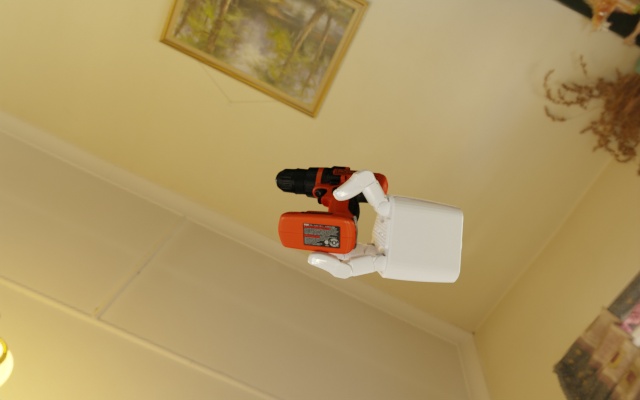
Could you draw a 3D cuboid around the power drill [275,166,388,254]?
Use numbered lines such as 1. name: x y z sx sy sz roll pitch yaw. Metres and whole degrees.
1. power drill: 0.000 0.003 0.710 0.184 0.057 0.187 3 29 14
